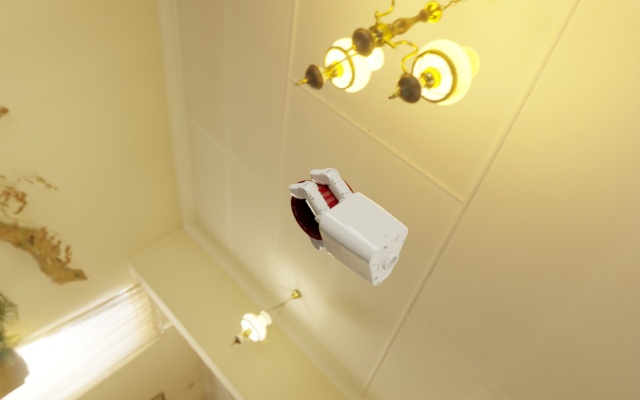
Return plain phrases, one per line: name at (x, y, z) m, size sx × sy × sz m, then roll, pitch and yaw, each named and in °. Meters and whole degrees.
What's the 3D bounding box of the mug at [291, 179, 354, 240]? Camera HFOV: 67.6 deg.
mug at (-0.001, 0.002, 0.835) m, size 0.081 × 0.093 × 0.117 m, roll -32°, pitch 55°, yaw -32°
